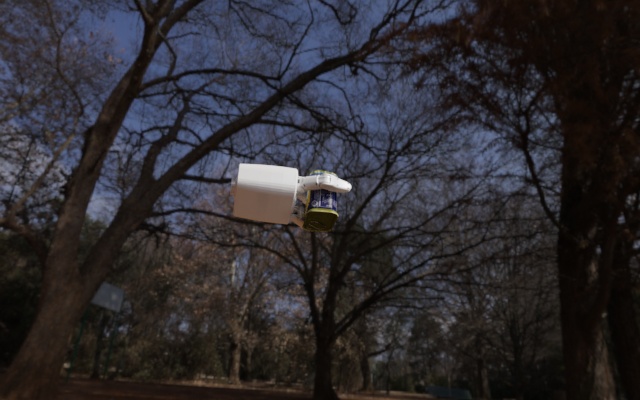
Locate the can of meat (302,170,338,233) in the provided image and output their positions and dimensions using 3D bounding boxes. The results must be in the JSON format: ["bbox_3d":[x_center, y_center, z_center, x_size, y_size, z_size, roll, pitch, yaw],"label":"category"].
[{"bbox_3d":[0.000,0.003,0.894,0.057,0.084,0.102,5,-25,-6],"label":"can of meat"}]
